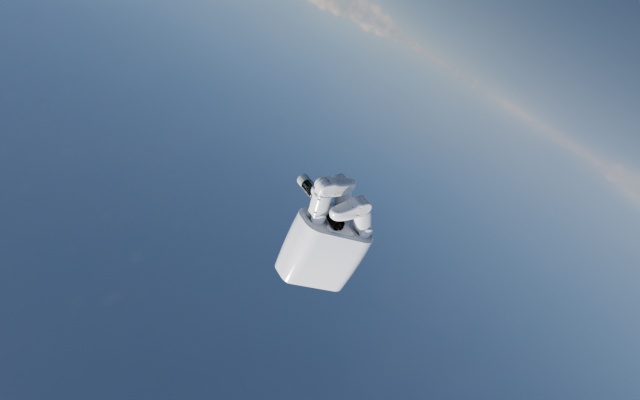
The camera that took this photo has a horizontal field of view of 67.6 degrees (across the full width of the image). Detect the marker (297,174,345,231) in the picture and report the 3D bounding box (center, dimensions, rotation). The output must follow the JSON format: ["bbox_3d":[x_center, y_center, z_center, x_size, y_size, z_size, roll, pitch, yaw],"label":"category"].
[{"bbox_3d":[0.000,0.002,0.690,0.020,0.020,0.121,0,36,-35],"label":"marker"}]
